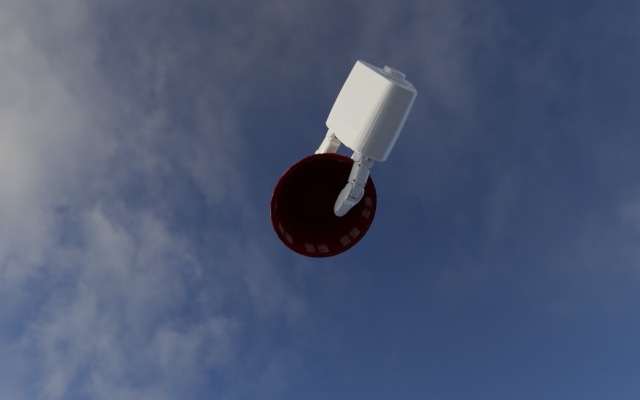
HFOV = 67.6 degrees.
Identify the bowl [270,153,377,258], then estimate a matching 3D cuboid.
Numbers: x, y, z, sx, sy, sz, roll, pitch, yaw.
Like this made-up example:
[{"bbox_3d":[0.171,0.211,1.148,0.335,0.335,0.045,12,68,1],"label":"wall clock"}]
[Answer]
[{"bbox_3d":[-0.001,0.003,0.719,0.162,0.162,0.055,0,17,-16],"label":"bowl"}]
